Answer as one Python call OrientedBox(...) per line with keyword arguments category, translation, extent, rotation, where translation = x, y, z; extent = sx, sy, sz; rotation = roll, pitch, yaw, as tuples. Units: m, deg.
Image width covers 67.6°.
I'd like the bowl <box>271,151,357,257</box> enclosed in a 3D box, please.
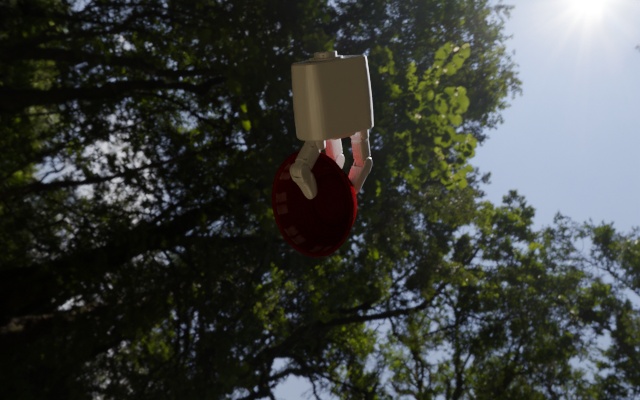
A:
OrientedBox(category="bowl", translation=(0.000, 0.004, 0.728), extent=(0.162, 0.162, 0.055), rotation=(0, 7, 40))
